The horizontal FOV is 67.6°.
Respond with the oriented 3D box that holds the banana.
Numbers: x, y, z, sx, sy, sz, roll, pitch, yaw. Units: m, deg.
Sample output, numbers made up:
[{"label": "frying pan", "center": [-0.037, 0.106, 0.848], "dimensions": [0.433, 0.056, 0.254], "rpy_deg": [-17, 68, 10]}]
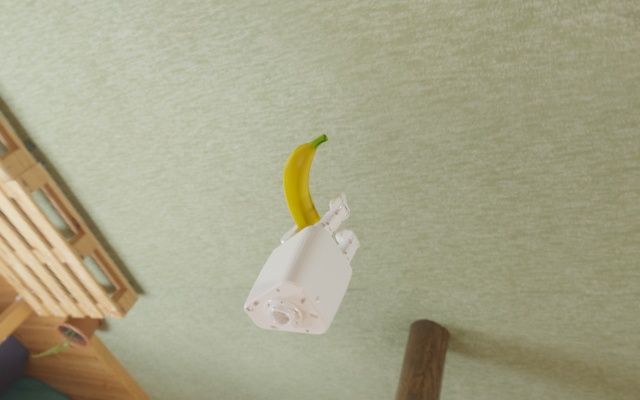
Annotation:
[{"label": "banana", "center": [-0.018, -0.002, 0.701], "dimensions": [0.069, 0.198, 0.037], "rpy_deg": [5, 34, 16]}]
